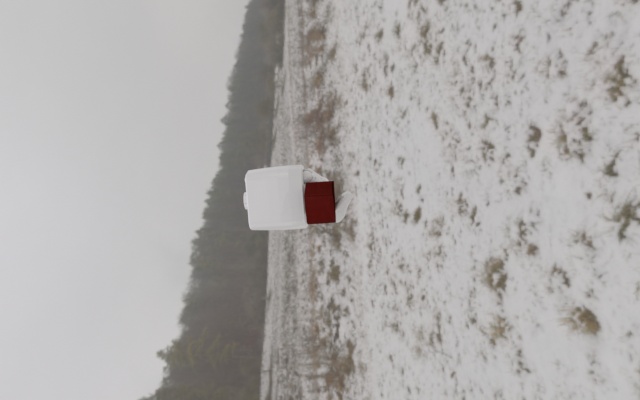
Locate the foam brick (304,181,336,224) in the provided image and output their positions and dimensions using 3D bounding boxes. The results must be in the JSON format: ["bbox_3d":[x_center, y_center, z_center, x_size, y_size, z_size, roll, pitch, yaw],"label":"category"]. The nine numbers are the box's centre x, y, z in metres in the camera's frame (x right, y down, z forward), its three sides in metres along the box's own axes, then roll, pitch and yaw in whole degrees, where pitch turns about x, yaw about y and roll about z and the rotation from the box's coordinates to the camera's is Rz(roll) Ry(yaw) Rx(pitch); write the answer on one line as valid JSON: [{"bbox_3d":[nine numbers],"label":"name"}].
[{"bbox_3d":[0.000,0.003,0.835,0.051,0.053,0.078,-3,20,2],"label":"foam brick"}]
